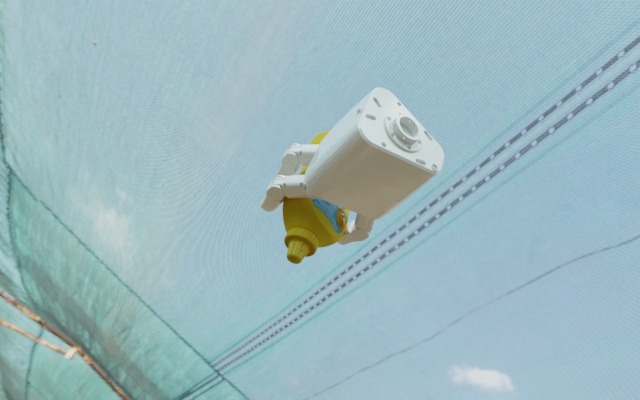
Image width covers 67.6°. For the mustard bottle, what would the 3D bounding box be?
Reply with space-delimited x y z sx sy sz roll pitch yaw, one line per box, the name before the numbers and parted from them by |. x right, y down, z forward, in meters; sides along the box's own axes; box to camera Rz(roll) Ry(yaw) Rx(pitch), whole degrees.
mustard bottle | 0.000 0.002 0.611 0.058 0.096 0.191 -13 37 35
